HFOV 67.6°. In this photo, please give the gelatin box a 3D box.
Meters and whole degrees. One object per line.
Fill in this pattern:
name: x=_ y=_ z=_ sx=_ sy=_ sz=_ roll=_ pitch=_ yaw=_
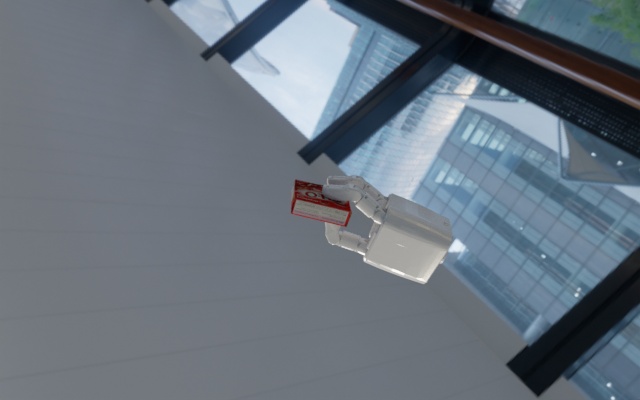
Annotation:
gelatin box: x=0.000 y=0.003 z=0.731 sx=0.089 sy=0.030 sz=0.073 roll=13 pitch=24 yaw=-8
